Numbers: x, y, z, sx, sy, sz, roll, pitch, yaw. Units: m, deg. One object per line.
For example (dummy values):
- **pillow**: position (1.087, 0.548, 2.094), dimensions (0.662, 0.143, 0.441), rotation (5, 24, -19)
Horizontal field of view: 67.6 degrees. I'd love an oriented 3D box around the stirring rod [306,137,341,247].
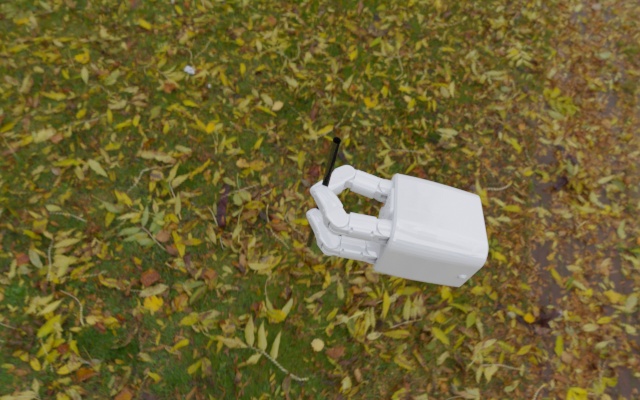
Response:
- **stirring rod**: position (0.000, 0.002, 0.564), dimensions (0.011, 0.011, 0.240), rotation (0, -30, -9)
